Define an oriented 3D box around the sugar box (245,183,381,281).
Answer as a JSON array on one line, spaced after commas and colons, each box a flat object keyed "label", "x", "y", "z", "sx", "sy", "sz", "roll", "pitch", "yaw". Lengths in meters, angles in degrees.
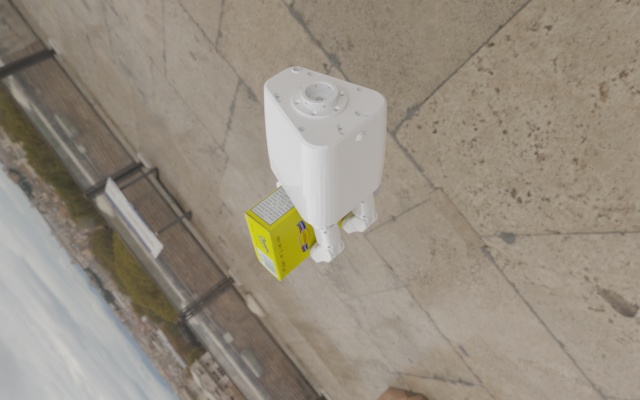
[{"label": "sugar box", "x": 0.000, "y": 0.002, "z": 0.542, "sx": 0.176, "sy": 0.093, "sz": 0.048, "roll": -38, "pitch": 57, "yaw": -25}]
